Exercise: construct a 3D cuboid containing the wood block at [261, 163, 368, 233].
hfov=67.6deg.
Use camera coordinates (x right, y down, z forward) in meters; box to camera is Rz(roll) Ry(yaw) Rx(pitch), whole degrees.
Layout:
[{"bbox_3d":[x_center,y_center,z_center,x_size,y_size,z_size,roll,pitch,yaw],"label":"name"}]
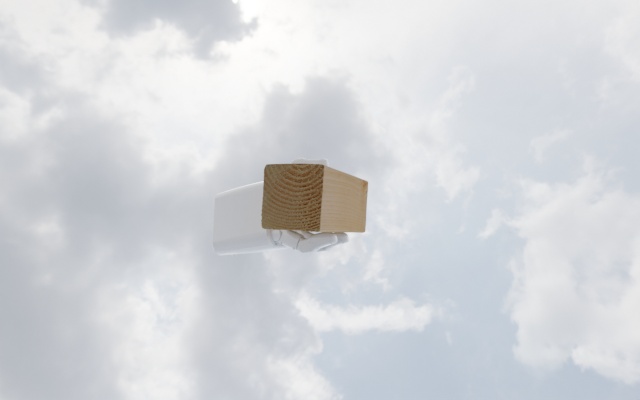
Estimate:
[{"bbox_3d":[0.000,0.002,0.727,0.090,0.091,0.206,2,-3,22],"label":"wood block"}]
